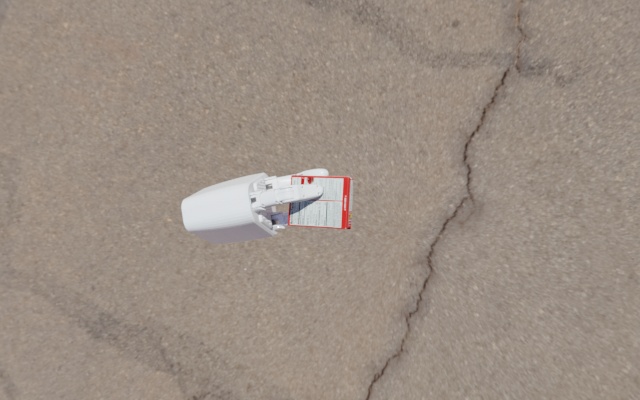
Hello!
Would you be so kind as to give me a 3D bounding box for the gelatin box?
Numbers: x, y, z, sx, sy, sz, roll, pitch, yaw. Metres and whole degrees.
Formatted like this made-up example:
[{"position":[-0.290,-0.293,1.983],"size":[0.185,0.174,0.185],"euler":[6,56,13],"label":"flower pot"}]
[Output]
[{"position":[0.000,0.002,0.677],"size":[0.089,0.073,0.030],"euler":[2,-2,18],"label":"gelatin box"}]
